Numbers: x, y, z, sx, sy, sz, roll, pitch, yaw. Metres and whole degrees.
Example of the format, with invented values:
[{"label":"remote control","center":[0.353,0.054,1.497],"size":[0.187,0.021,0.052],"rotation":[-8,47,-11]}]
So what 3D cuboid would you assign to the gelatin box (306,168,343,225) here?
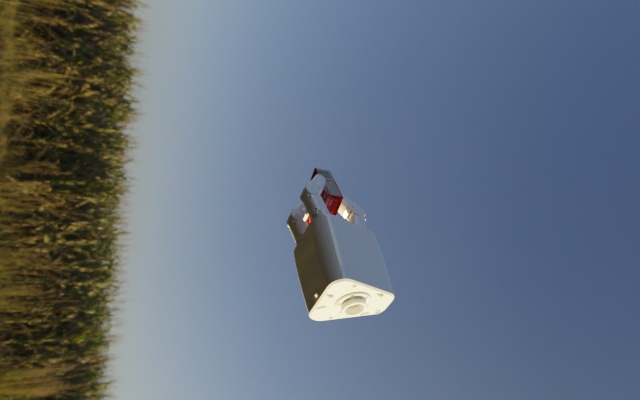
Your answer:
[{"label":"gelatin box","center":[0.000,0.002,0.738],"size":[0.030,0.073,0.089],"rotation":[11,28,-20]}]
